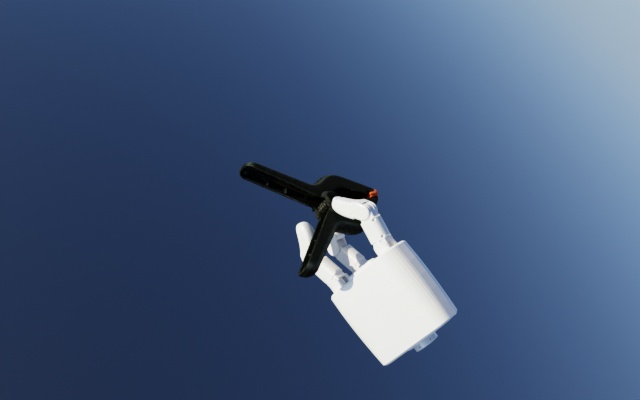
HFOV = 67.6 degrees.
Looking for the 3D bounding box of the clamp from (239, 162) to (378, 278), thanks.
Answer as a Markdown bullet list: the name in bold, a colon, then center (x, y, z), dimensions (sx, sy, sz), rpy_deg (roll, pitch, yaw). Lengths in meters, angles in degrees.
- **clamp**: center (0.001, 0.002, 0.635), dimensions (0.210, 0.164, 0.036), rpy_deg (-20, -22, -49)
